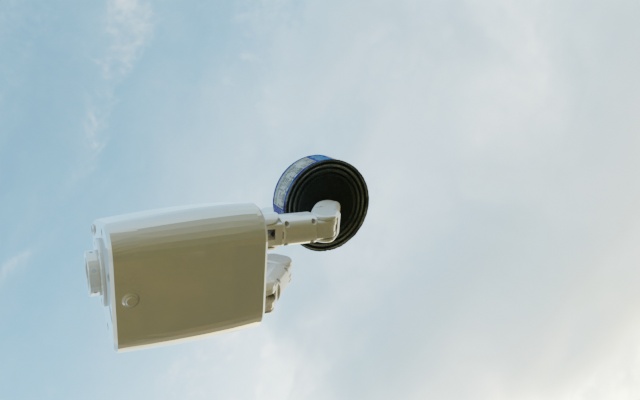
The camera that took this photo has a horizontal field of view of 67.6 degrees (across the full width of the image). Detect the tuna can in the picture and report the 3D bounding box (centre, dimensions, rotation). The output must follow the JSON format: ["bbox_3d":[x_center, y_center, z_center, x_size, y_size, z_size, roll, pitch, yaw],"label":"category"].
[{"bbox_3d":[0.000,0.001,0.442,0.086,0.086,0.033,0,14,-28],"label":"tuna can"}]
